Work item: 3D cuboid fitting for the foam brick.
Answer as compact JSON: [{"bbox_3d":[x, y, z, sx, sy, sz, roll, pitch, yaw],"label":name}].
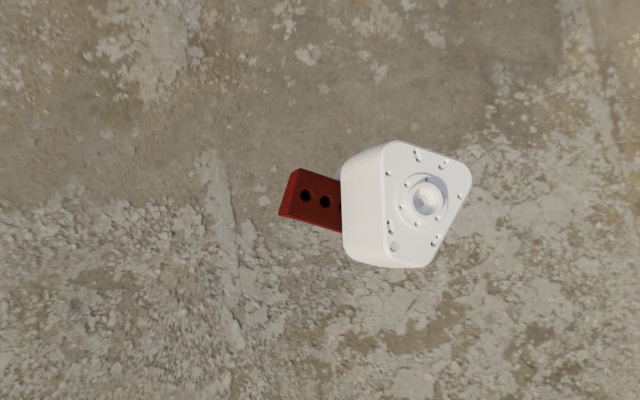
[{"bbox_3d":[0.000,0.002,0.527,0.078,0.053,0.051,16,-6,-13],"label":"foam brick"}]
